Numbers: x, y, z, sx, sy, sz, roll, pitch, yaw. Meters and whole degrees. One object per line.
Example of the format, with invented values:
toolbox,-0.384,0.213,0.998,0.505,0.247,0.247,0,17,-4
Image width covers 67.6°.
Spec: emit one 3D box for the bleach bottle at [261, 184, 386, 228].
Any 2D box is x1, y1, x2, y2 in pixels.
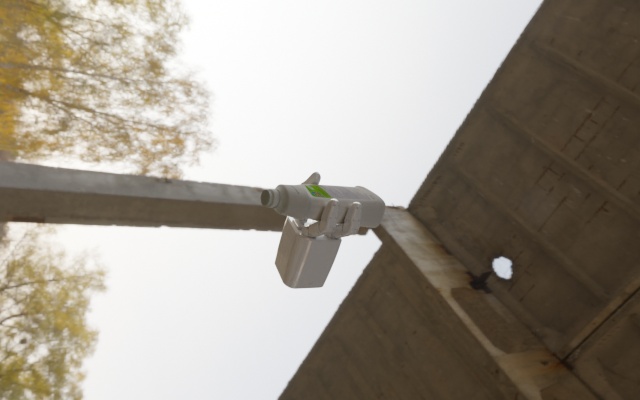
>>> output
bleach bottle,0.000,0.003,0.879,0.251,0.068,0.102,6,18,-39
